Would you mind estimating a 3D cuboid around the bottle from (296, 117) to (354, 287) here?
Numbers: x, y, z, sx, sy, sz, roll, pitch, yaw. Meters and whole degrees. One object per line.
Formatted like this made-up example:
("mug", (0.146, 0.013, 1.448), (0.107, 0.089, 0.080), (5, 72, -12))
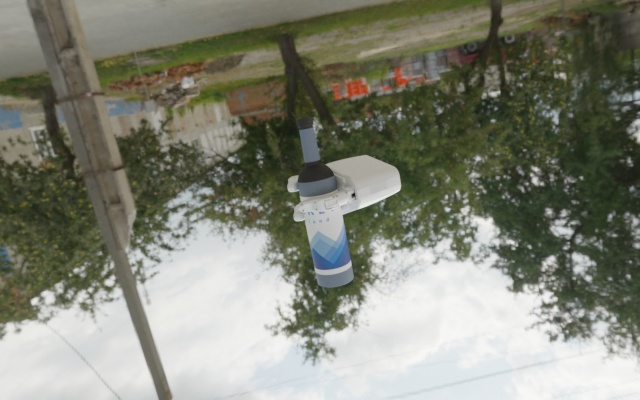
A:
("bottle", (0.000, 0.003, 0.834), (0.069, 0.296, 0.069), (-11, 12, 2))
